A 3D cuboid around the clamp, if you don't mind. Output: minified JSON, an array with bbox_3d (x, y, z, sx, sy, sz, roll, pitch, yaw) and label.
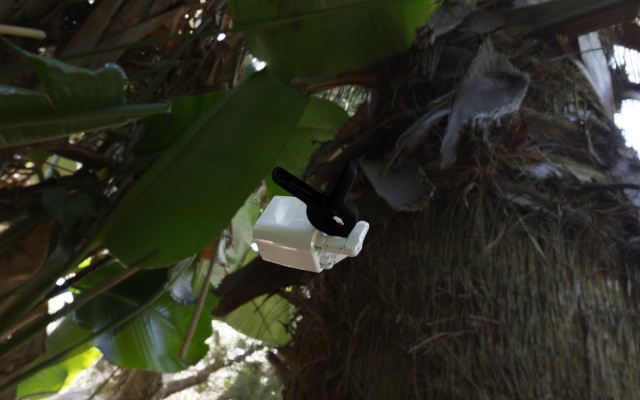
[{"bbox_3d":[0.000,0.002,0.698,0.120,0.039,0.172,6,-39,16],"label":"clamp"}]
